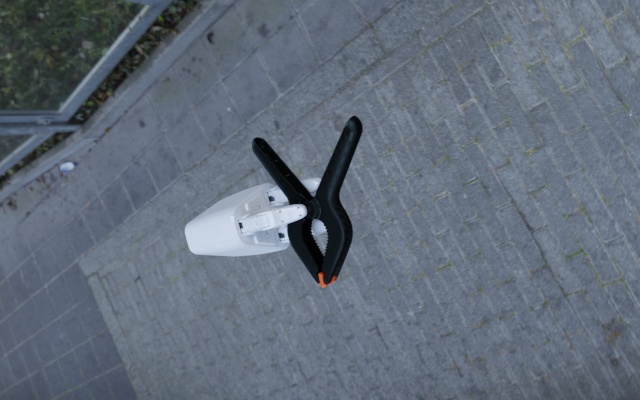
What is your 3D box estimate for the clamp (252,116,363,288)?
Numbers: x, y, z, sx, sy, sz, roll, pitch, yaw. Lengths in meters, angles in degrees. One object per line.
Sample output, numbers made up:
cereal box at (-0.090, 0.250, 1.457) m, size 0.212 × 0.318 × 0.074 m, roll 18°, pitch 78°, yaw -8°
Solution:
clamp at (0.000, 0.003, 0.596) m, size 0.164 × 0.210 × 0.036 m, roll -14°, pitch 1°, yaw 36°
